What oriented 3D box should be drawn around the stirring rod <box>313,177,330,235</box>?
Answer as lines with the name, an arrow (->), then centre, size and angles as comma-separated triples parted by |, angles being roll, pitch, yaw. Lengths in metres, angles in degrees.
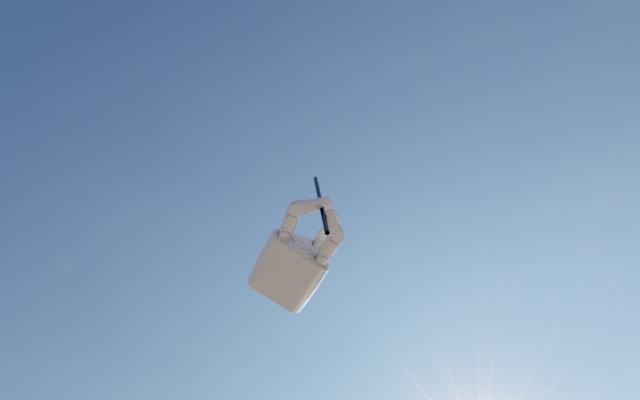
stirring rod -> 0.000, 0.003, 0.823 | 0.011, 0.011, 0.239 | 0, 22, -5
